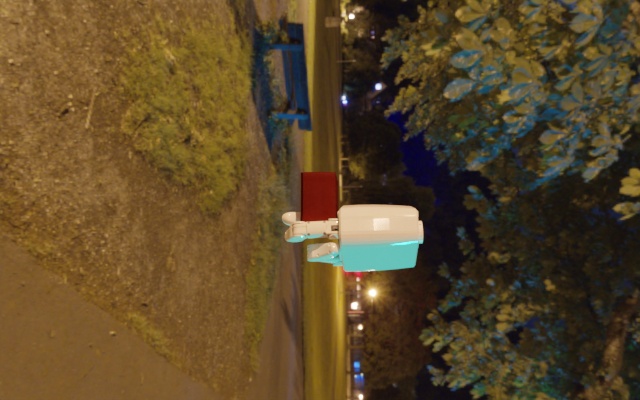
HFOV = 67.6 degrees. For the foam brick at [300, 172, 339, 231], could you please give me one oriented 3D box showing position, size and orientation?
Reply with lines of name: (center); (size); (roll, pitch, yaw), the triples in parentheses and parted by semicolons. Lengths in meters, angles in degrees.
foam brick: (0.000, 0.002, 0.699); (0.051, 0.078, 0.053); (-3, -16, 7)
